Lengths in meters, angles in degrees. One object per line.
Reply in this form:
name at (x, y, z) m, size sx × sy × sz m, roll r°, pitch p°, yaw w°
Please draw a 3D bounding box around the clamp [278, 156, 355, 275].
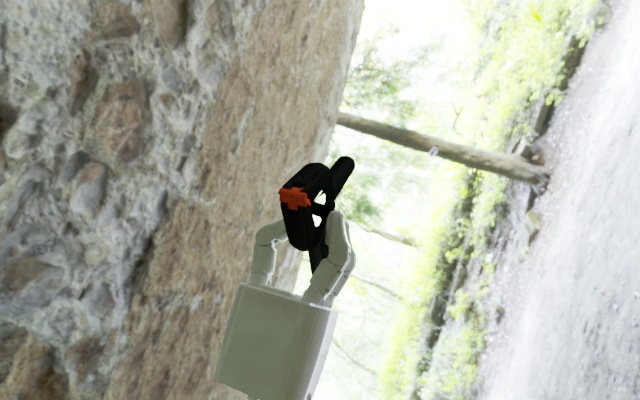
clamp at (-0.001, 0.002, 0.538) m, size 0.036 × 0.164 × 0.210 m, roll 11°, pitch -12°, yaw 14°
